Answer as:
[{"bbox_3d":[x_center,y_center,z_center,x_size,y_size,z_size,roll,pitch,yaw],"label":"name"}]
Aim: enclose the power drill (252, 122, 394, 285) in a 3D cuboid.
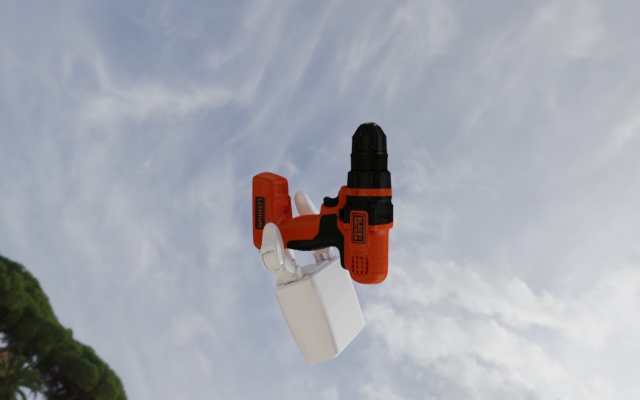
[{"bbox_3d":[0.000,0.002,0.584,0.187,0.184,0.057,2,3,37],"label":"power drill"}]
